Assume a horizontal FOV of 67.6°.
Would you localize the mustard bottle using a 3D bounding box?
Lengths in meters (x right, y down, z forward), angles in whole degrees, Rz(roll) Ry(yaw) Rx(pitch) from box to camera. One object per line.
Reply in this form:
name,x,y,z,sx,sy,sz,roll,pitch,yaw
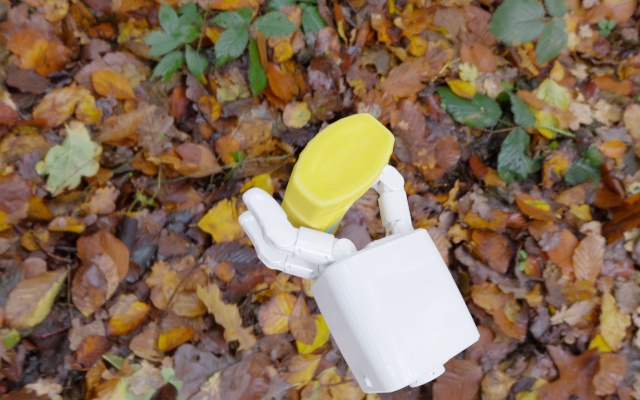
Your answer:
mustard bottle,0.000,0.001,0.447,0.096,0.058,0.192,-46,-6,-25
